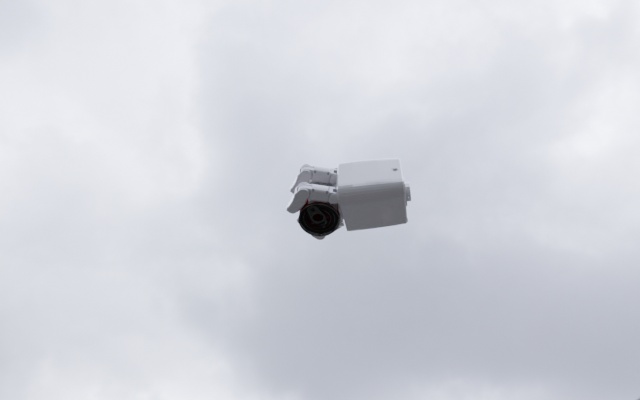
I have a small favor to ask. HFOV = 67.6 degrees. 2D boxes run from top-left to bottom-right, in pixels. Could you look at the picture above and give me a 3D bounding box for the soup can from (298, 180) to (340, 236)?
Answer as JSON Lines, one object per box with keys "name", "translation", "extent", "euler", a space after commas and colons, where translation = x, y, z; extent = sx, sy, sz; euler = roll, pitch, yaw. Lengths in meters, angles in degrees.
{"name": "soup can", "translation": [0.000, 0.003, 0.819], "extent": [0.068, 0.069, 0.102], "euler": [0, 37, 4]}
